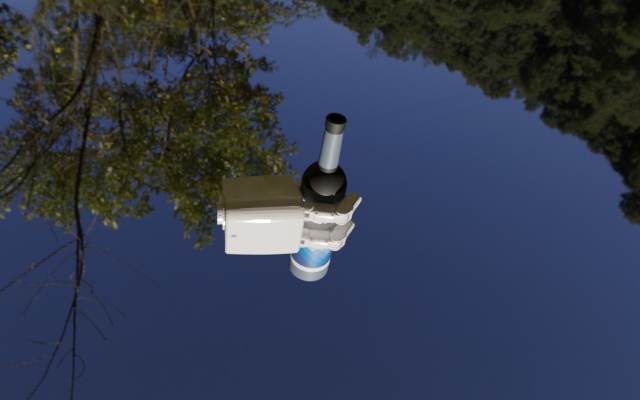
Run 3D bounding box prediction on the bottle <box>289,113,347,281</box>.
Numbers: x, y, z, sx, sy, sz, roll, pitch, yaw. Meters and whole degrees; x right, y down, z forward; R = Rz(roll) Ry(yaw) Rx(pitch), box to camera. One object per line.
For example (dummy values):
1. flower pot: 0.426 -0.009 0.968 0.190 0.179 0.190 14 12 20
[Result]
1. bottle: 0.000 0.003 0.711 0.069 0.296 0.069 6 42 -5
